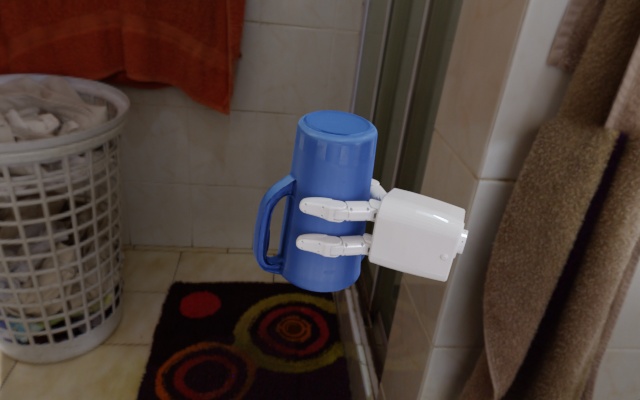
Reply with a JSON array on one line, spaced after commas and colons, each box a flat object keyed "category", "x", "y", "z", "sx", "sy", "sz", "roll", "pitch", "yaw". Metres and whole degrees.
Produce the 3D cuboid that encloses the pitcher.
[{"category": "pitcher", "x": 0.000, "y": 0.002, "z": 0.685, "sx": 0.145, "sy": 0.243, "sz": 0.149, "roll": 17, "pitch": 30, "yaw": 16}]
